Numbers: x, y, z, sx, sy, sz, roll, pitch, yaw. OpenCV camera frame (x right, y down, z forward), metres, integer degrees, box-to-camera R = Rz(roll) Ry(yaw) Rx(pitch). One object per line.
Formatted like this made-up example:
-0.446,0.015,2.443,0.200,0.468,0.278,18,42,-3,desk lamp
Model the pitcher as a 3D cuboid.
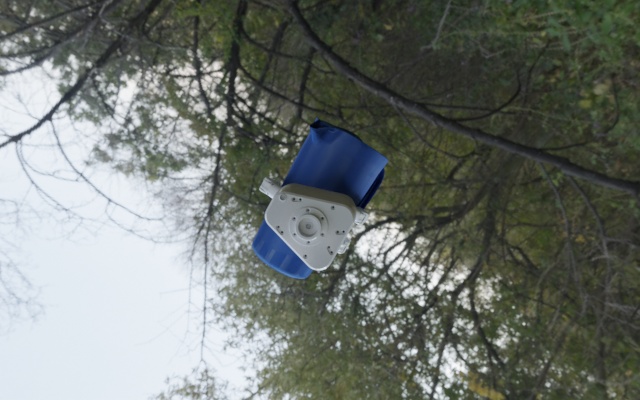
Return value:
0.000,0.003,0.775,0.149,0.243,0.145,31,6,-1,pitcher
